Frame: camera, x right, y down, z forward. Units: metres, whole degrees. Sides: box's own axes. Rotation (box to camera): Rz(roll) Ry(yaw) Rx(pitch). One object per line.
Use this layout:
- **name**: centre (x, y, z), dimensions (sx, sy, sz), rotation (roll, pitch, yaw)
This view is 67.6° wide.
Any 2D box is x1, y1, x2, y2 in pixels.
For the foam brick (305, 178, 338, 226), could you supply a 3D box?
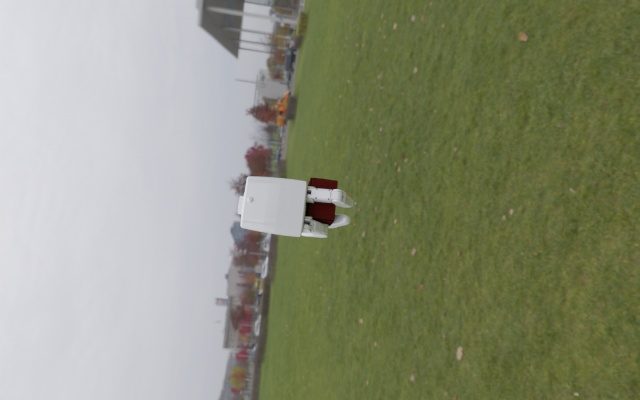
- **foam brick**: centre (0.000, 0.003, 0.874), dimensions (0.051, 0.078, 0.053), rotation (7, -15, -6)
